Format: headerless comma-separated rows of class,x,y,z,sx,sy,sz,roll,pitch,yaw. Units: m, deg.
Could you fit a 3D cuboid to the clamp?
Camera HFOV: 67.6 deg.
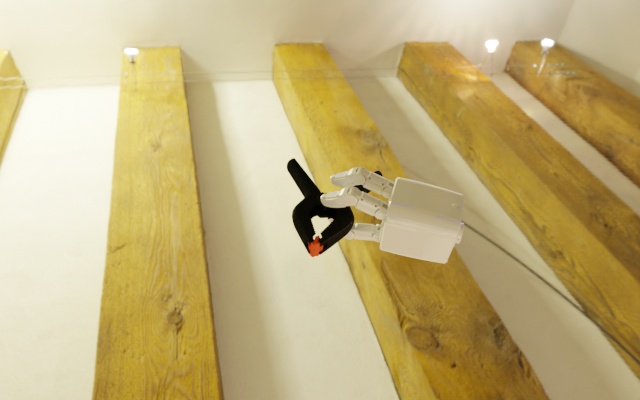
clamp,0.000,0.003,0.752,0.164,0.036,0.209,13,41,11
